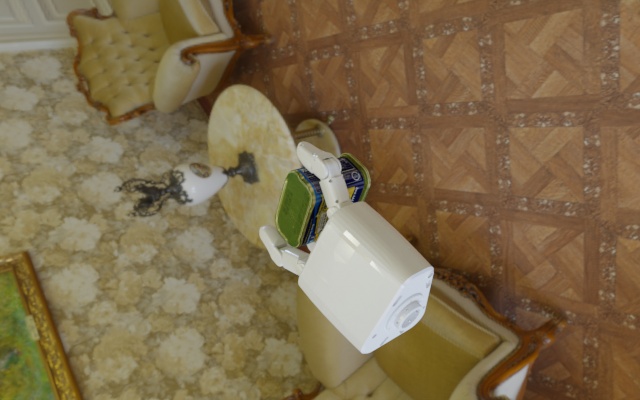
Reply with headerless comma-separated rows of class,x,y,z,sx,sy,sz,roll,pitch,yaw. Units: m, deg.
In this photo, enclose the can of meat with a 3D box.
can of meat,0.000,0.002,0.559,0.084,0.102,0.057,-18,52,-35
